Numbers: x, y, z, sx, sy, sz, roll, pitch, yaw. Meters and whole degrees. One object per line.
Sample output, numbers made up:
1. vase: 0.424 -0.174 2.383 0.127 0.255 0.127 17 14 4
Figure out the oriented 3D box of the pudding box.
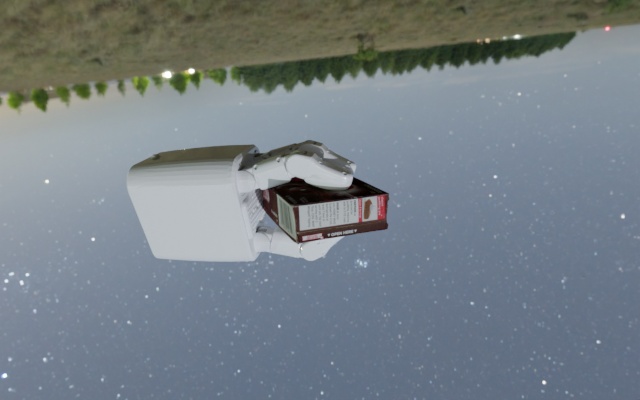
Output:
1. pudding box: 0.000 0.002 0.454 0.090 0.039 0.113 -8 19 -19
